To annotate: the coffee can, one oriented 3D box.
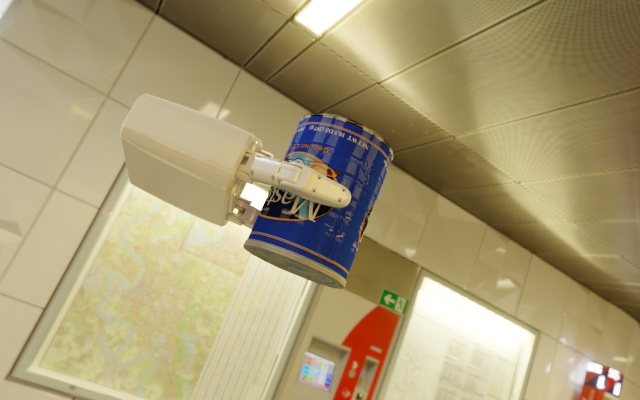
[{"bbox_3d":[0.000,0.002,0.466,0.103,0.140,0.103,21,-15,6],"label":"coffee can"}]
